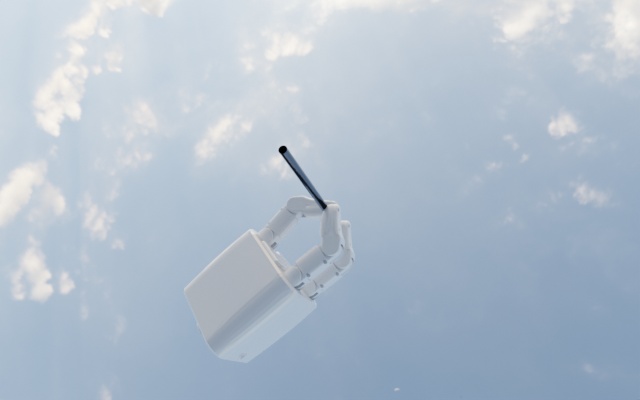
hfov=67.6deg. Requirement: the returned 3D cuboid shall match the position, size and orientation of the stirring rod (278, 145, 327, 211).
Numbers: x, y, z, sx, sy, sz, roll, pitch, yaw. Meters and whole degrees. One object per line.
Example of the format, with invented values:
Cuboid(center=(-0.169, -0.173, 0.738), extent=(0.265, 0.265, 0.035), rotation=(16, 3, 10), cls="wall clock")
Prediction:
Cuboid(center=(0.000, 0.002, 0.506), extent=(0.011, 0.011, 0.240), rotation=(0, -22, 16), cls="stirring rod")
